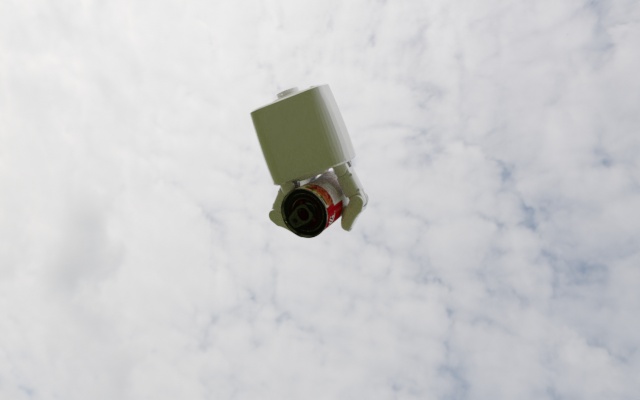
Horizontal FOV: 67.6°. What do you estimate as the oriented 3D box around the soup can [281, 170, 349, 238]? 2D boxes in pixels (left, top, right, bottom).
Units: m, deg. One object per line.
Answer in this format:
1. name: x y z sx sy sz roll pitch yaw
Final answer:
1. soup can: 0.001 0.002 0.655 0.068 0.068 0.102 0 17 27
